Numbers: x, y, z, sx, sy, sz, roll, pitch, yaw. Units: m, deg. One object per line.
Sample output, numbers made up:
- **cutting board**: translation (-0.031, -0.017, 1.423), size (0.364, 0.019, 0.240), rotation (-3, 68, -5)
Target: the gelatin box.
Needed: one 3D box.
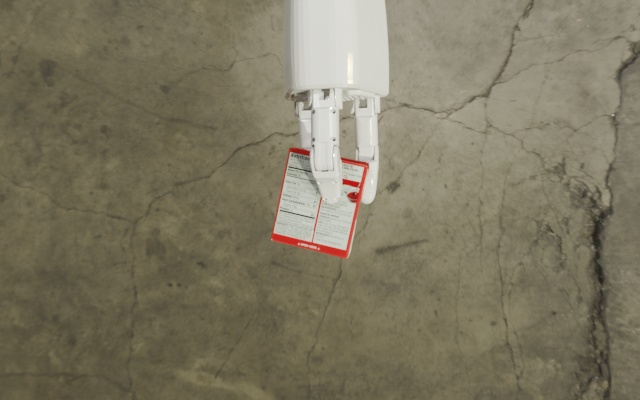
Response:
- **gelatin box**: translation (0.000, 0.002, 0.439), size (0.073, 0.089, 0.030), rotation (13, 5, 8)
